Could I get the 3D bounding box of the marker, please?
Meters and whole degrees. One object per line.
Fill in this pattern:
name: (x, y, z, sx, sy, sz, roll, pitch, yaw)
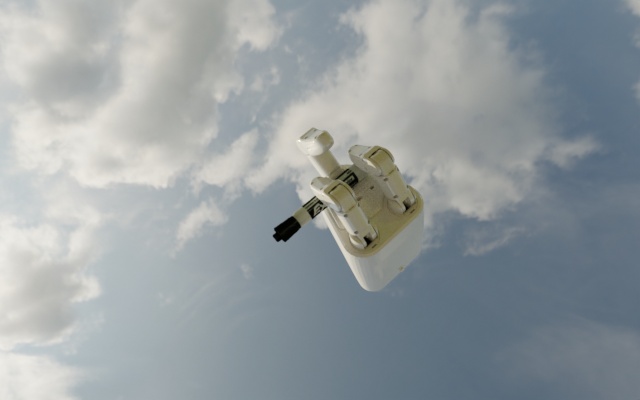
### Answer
marker: (0.000, 0.002, 0.493, 0.121, 0.020, 0.020, -39, 10, -12)
